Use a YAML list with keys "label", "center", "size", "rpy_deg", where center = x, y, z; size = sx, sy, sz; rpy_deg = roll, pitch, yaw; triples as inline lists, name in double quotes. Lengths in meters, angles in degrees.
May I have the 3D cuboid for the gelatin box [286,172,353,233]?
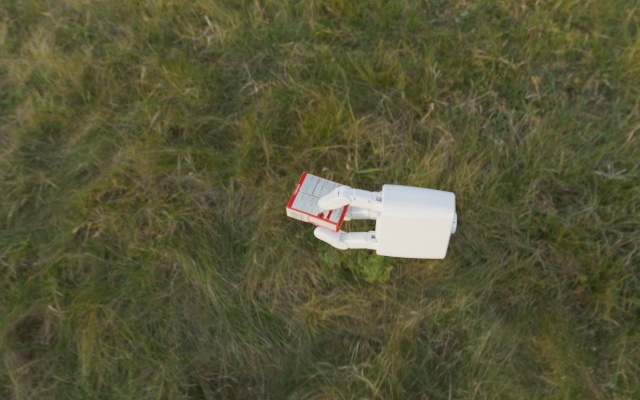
- label: "gelatin box"
  center: [0.000, 0.002, 0.756]
  size: [0.089, 0.073, 0.030]
  rpy_deg: [19, -29, 9]
